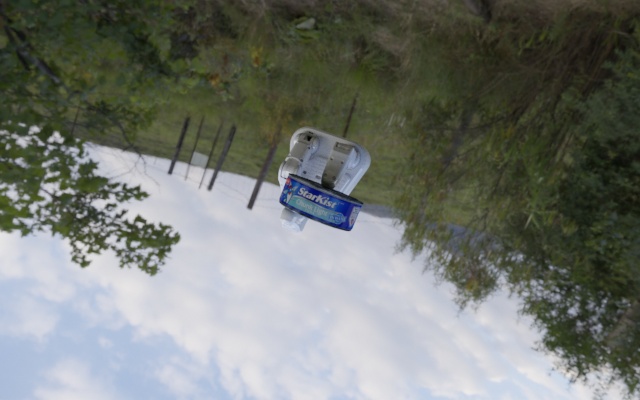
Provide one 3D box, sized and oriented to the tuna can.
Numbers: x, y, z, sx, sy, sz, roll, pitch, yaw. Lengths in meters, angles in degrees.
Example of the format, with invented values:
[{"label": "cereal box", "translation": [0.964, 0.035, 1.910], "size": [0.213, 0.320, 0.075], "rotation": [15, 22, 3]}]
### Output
[{"label": "tuna can", "translation": [0.000, 0.002, 0.508], "size": [0.086, 0.034, 0.086], "rotation": [22, 4, -2]}]
